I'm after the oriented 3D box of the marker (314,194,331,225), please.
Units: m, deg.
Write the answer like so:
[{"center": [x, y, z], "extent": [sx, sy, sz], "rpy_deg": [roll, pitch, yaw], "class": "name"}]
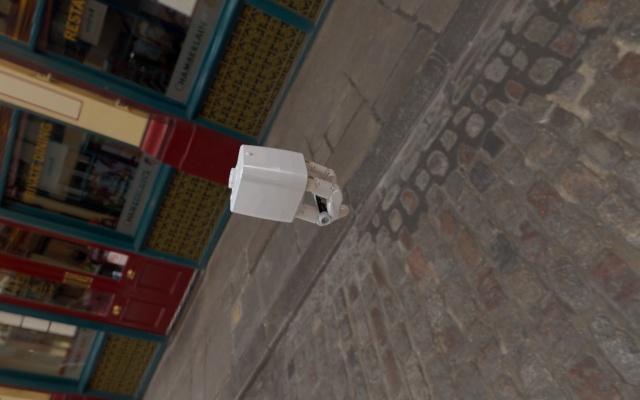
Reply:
[{"center": [0.000, 0.003, 0.845], "extent": [0.020, 0.020, 0.121], "rpy_deg": [0, 31, -10], "class": "marker"}]
